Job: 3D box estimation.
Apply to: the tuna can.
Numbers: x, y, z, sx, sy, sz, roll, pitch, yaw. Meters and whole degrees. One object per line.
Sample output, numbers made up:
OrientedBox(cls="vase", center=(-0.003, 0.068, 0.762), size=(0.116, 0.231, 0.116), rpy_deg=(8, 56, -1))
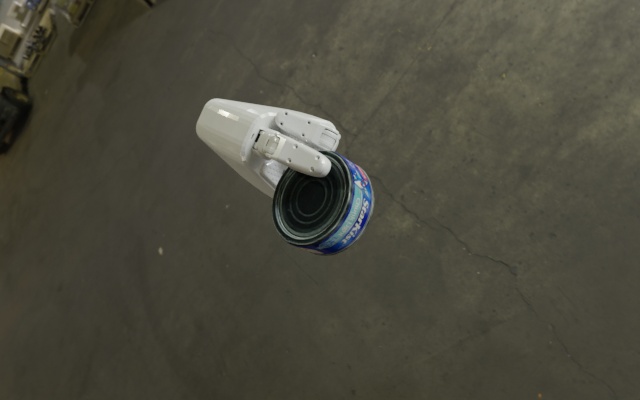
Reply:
OrientedBox(cls="tuna can", center=(0.000, 0.001, 0.402), size=(0.086, 0.086, 0.034), rpy_deg=(0, -17, 39))
